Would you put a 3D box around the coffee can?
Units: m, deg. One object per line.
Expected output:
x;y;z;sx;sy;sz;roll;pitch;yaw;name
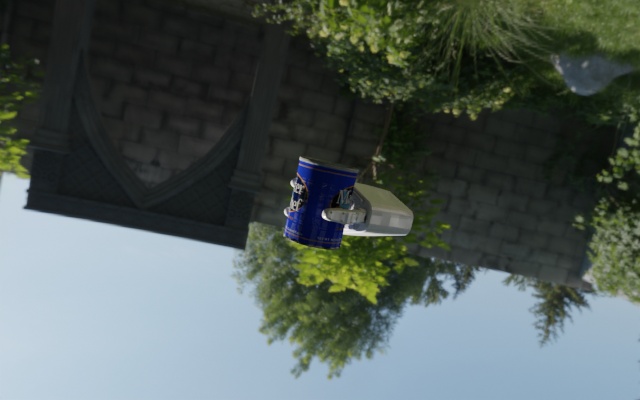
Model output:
0.000;0.003;0.822;0.103;0.140;0.103;13;7;-2;coffee can
